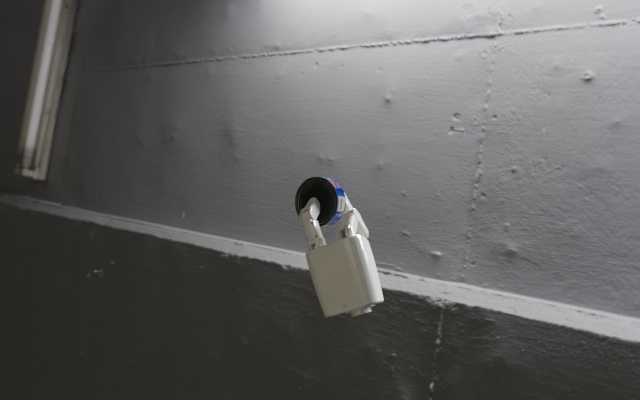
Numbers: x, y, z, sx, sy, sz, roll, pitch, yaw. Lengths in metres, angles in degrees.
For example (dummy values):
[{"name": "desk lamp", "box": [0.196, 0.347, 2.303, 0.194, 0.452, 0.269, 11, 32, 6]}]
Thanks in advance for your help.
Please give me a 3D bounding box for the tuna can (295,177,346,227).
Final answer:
[{"name": "tuna can", "box": [0.000, 0.003, 0.822, 0.086, 0.086, 0.034, 0, -1, 31]}]
